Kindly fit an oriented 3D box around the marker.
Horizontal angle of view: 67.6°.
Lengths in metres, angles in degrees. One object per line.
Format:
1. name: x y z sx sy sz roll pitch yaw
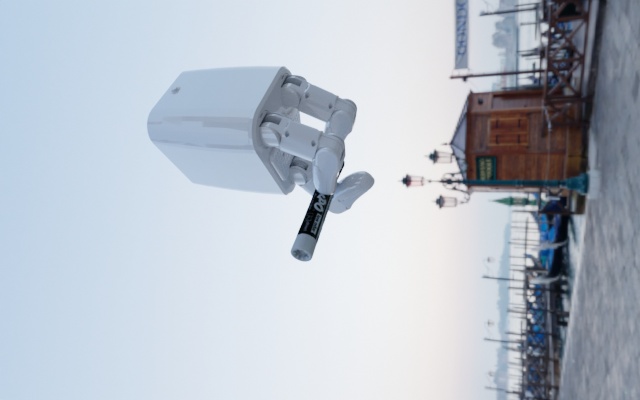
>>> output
1. marker: 0.000 0.001 0.426 0.020 0.121 0.020 12 -41 10
